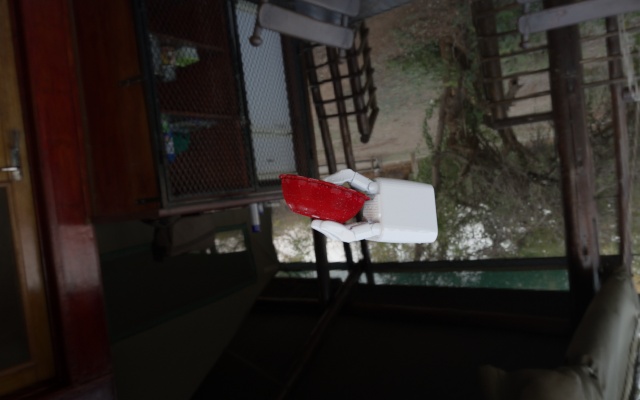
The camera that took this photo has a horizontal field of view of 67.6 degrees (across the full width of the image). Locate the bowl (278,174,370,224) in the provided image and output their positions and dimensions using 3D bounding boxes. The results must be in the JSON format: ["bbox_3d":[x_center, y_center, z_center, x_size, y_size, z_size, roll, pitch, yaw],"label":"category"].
[{"bbox_3d":[-0.001,0.003,0.814,0.162,0.055,0.162,15,-5,1],"label":"bowl"}]
